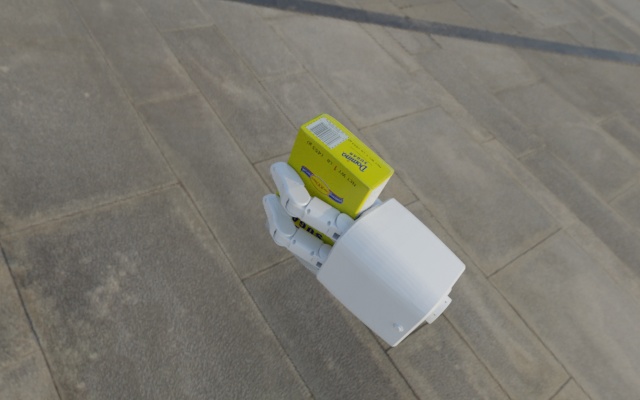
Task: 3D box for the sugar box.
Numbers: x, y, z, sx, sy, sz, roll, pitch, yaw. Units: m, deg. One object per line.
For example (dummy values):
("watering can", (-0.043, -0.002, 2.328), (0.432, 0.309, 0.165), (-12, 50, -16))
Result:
("sugar box", (0.000, 0.002, 0.508), (0.048, 0.093, 0.176), (-35, -19, -38))
